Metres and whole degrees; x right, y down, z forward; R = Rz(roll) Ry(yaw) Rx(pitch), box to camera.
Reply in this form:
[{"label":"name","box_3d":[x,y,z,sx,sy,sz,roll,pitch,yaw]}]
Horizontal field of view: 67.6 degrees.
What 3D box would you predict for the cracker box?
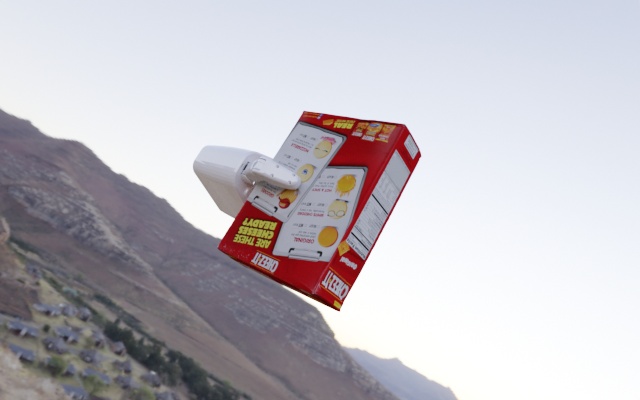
[{"label":"cracker box","box_3d":[0.000,0.002,0.571,0.164,0.213,0.072,17,-19,41]}]
